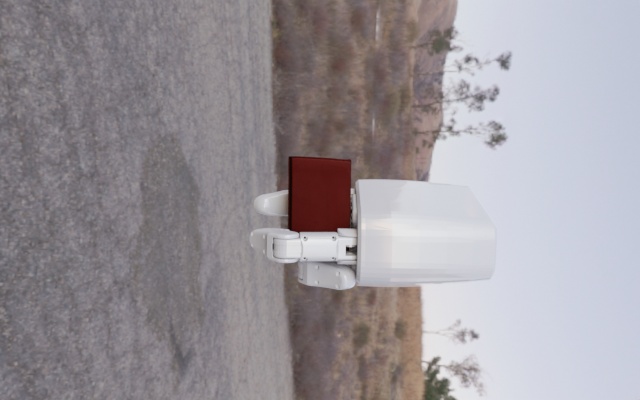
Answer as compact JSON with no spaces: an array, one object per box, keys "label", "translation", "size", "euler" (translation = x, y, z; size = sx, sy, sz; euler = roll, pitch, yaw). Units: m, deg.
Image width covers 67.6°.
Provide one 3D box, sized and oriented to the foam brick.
[{"label":"foam brick","translation":[0.000,0.001,0.410],"size":[0.051,0.078,0.053],"euler":[1,5,3]}]
